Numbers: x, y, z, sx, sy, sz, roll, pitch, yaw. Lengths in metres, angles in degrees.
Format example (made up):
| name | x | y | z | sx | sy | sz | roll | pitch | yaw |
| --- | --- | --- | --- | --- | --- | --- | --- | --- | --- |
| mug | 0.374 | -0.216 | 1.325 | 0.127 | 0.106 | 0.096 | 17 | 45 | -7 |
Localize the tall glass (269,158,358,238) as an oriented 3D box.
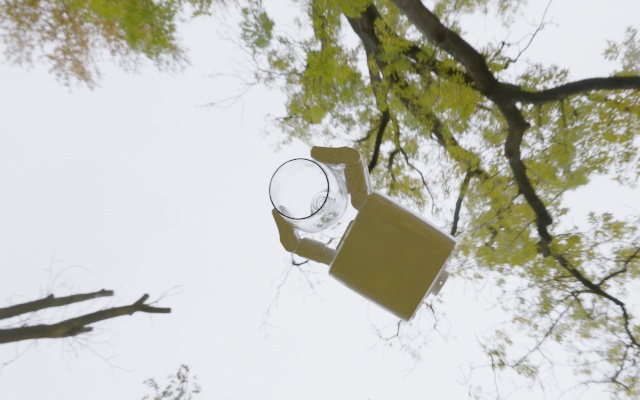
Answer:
| name | x | y | z | sx | sy | sz | roll | pitch | yaw |
| --- | --- | --- | --- | --- | --- | --- | --- | --- | --- |
| tall glass | 0.000 | 0.002 | 0.561 | 0.079 | 0.079 | 0.201 | 0 | -8 | 13 |
